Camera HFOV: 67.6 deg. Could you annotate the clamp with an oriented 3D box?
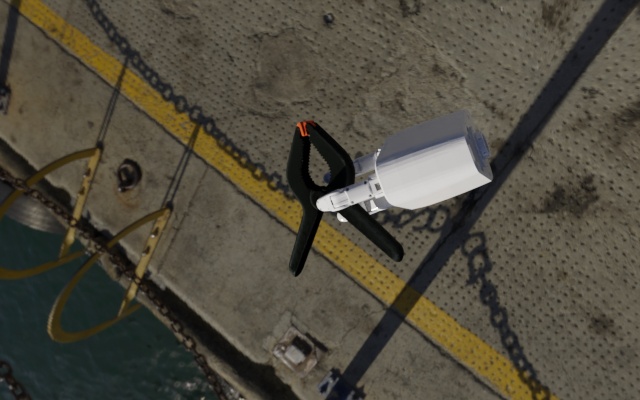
[{"bbox_3d":[0.000,0.002,0.627,0.164,0.210,0.036,-20,4,25],"label":"clamp"}]
